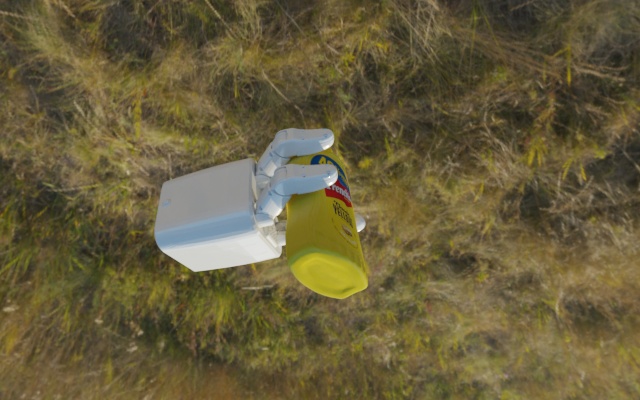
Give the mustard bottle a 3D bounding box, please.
[{"bbox_3d":[0.000,0.002,0.506,0.058,0.191,0.096,-30,-47,24],"label":"mustard bottle"}]
